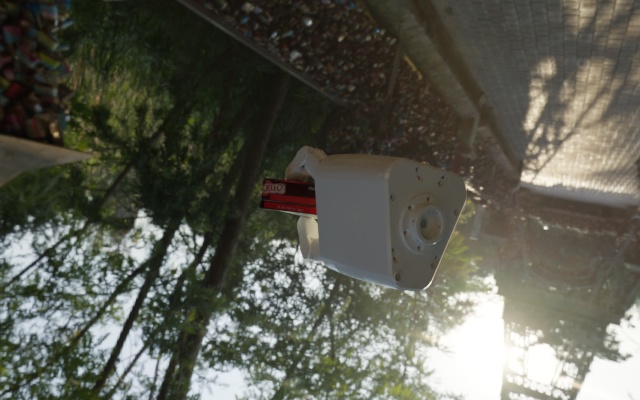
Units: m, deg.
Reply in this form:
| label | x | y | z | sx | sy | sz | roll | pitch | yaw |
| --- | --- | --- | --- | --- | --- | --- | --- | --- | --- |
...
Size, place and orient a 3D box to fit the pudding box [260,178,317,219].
| label | x | y | z | sx | sy | sz | roll | pitch | yaw |
| --- | --- | --- | --- | --- | --- | --- | --- | --- | --- |
| pudding box | 0.000 | 0.002 | 0.543 | 0.090 | 0.039 | 0.113 | 8 | -4 | 31 |
